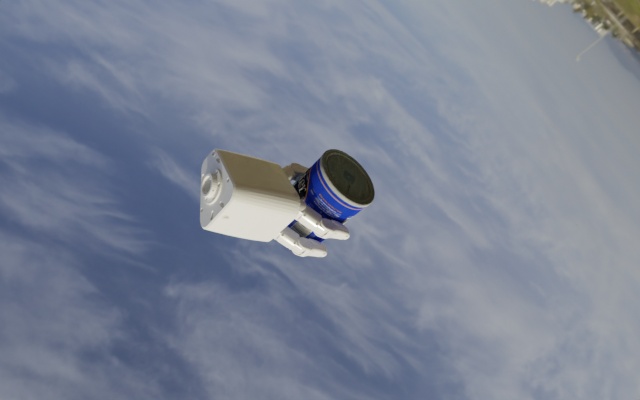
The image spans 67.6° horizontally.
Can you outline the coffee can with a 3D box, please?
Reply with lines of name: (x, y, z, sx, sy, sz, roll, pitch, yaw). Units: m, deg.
coffee can: (0.000, 0.002, 0.746, 0.103, 0.102, 0.140, 0, -33, -47)
